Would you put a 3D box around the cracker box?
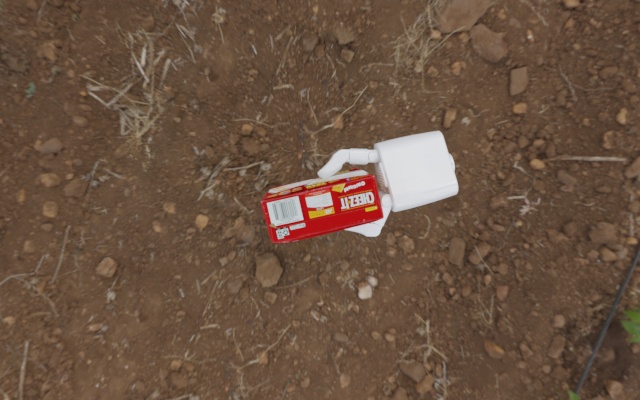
[{"bbox_3d":[0.000,0.002,0.761,0.164,0.072,0.213,-13,6,-1],"label":"cracker box"}]
